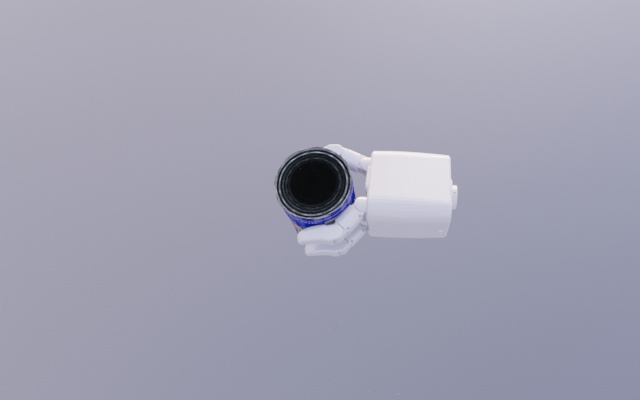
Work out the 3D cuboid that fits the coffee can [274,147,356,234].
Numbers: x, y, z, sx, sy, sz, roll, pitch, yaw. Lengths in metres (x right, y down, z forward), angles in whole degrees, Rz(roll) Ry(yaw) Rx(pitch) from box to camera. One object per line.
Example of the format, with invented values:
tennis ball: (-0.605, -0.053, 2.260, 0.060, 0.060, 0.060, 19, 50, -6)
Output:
coffee can: (0.000, 0.002, 0.677, 0.103, 0.102, 0.140, 0, -22, 9)
